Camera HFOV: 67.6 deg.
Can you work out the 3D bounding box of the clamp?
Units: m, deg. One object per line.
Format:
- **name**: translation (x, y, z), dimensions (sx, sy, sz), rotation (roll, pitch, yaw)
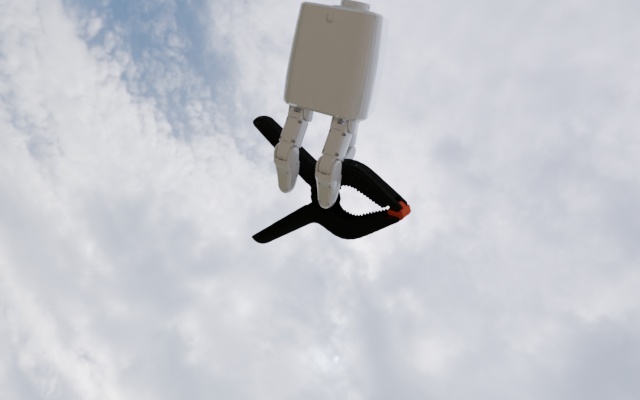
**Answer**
- **clamp**: translation (0.001, 0.002, 0.565), dimensions (0.210, 0.165, 0.036), rotation (19, 24, 24)
